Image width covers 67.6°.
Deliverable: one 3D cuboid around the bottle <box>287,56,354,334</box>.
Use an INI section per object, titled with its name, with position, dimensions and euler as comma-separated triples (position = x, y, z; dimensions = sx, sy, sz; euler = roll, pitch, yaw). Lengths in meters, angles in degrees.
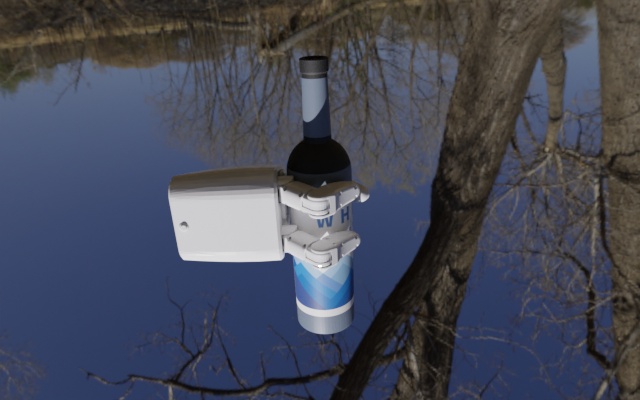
[bottle]
position = 0.000, 0.002, 0.503
dimensions = 0.069, 0.296, 0.069
euler = -2, 24, 1
